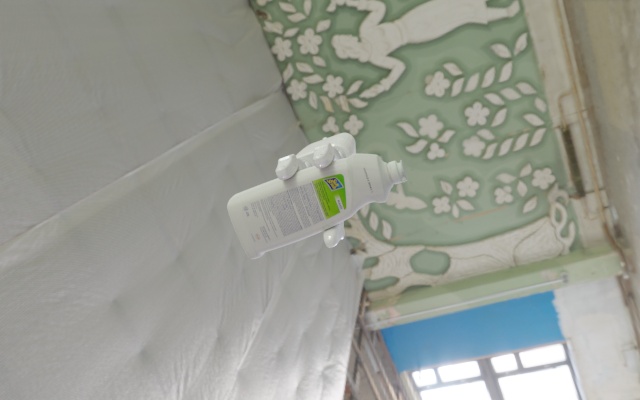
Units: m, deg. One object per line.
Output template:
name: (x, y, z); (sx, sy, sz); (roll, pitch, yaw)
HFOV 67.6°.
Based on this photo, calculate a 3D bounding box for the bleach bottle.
bleach bottle: (0.000, 0.002, 0.674); (0.251, 0.102, 0.068); (-17, 16, 16)
